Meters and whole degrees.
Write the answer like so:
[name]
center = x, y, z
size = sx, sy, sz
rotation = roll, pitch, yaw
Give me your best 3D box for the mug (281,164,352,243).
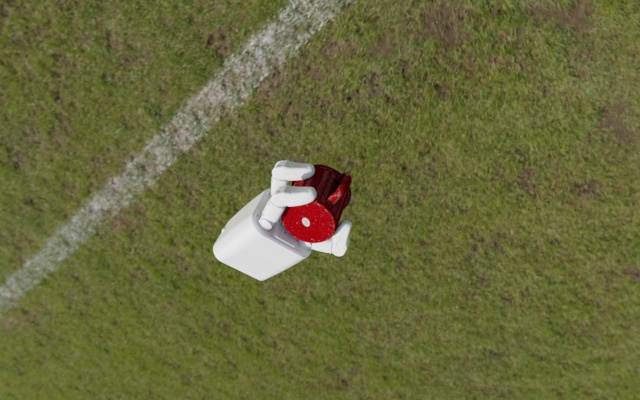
[mug]
center = 0.001, 0.002, 0.686
size = 0.117, 0.093, 0.081
rotation = -33, 21, 34
